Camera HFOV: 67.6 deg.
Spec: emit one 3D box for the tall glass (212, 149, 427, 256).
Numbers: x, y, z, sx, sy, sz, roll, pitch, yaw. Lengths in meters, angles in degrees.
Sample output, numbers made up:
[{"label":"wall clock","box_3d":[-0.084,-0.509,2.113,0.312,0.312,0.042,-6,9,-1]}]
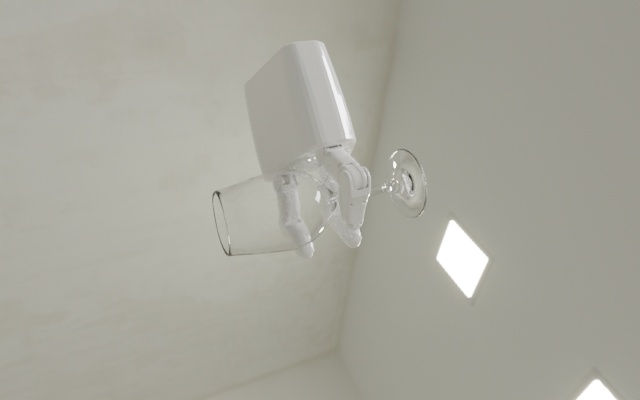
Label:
[{"label":"tall glass","box_3d":[0.001,0.002,0.470,0.201,0.079,0.079,-13,4,-21]}]
